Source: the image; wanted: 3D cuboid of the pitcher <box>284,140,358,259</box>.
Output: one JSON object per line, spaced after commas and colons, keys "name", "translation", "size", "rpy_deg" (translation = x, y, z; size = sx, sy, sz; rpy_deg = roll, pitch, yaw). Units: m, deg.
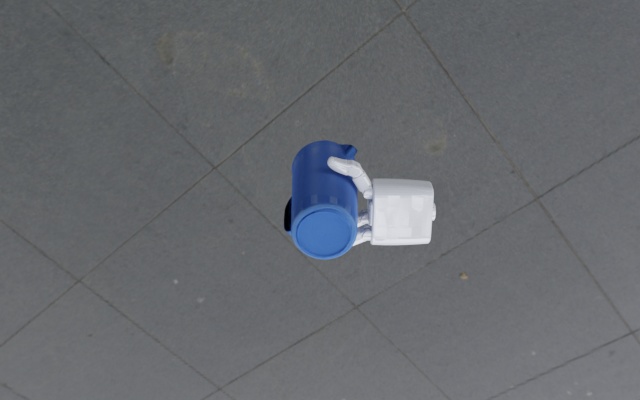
{"name": "pitcher", "translation": [0.000, 0.003, 0.869], "size": [0.145, 0.149, 0.242], "rpy_deg": [1, 29, 0]}
